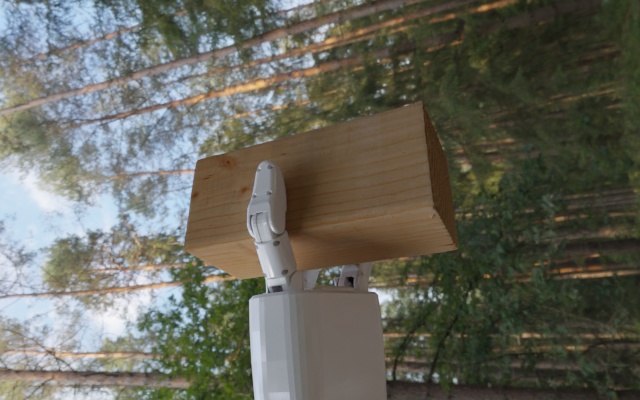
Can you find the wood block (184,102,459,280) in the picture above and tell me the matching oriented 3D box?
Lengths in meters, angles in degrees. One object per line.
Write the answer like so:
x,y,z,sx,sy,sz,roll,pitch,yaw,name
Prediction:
0.000,0.002,0.405,0.206,0.090,0.091,-11,-30,22,wood block
